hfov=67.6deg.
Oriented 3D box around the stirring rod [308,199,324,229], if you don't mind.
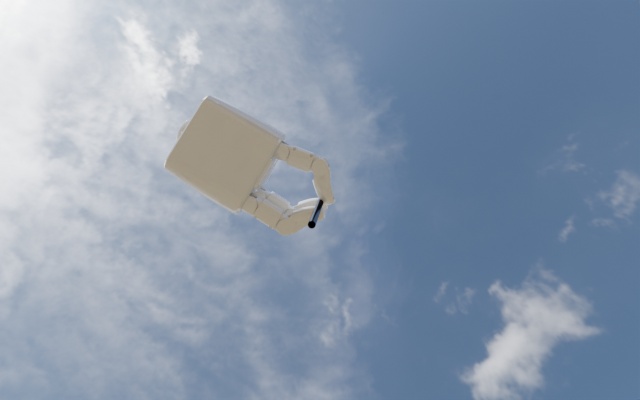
[{"bbox_3d":[0.000,0.002,0.593,0.011,0.011,0.239,0,11,4],"label":"stirring rod"}]
